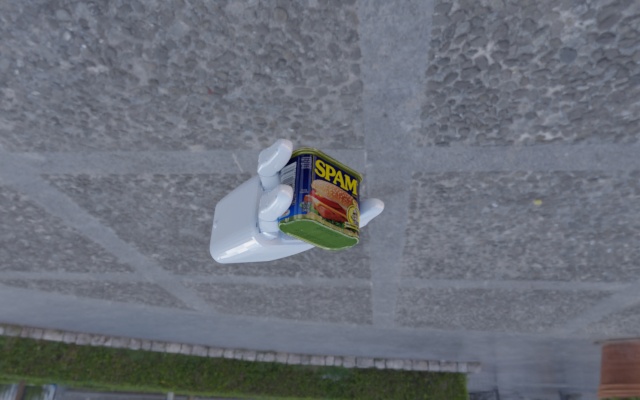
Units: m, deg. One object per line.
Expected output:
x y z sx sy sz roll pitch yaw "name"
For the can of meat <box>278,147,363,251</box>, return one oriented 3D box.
0.000 0.002 0.534 0.057 0.084 0.102 -21 -34 40 "can of meat"
